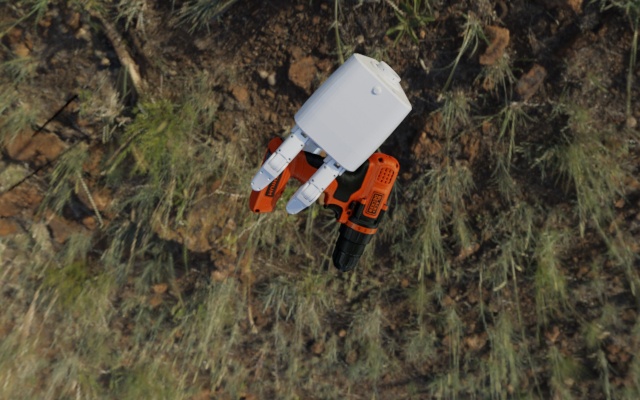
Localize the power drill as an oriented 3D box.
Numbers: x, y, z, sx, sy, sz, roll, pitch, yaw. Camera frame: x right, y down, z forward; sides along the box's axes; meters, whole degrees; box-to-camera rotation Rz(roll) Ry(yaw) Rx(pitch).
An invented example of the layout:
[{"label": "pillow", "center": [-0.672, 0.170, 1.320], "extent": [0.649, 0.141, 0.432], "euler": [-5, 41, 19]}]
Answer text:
[{"label": "power drill", "center": [0.000, 0.002, 0.668], "extent": [0.188, 0.184, 0.057], "euler": [16, 14, -20]}]
